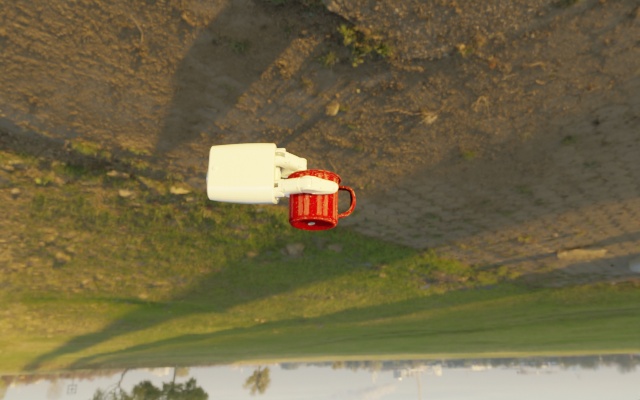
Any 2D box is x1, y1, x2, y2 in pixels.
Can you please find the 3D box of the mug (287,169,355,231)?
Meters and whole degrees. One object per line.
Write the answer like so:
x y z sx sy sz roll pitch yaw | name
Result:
0.002 0.003 0.803 0.117 0.081 0.093 1 -19 1 | mug
